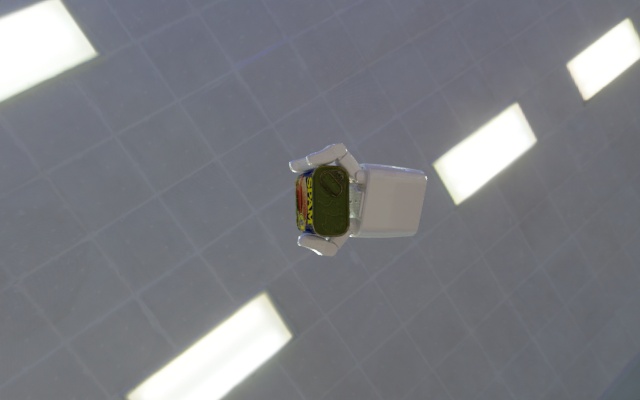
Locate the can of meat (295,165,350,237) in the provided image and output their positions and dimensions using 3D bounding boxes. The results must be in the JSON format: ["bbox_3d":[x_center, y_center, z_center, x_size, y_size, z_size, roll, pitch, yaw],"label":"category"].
[{"bbox_3d":[0.000,0.002,0.712,0.057,0.102,0.084,0,-2,-22],"label":"can of meat"}]
